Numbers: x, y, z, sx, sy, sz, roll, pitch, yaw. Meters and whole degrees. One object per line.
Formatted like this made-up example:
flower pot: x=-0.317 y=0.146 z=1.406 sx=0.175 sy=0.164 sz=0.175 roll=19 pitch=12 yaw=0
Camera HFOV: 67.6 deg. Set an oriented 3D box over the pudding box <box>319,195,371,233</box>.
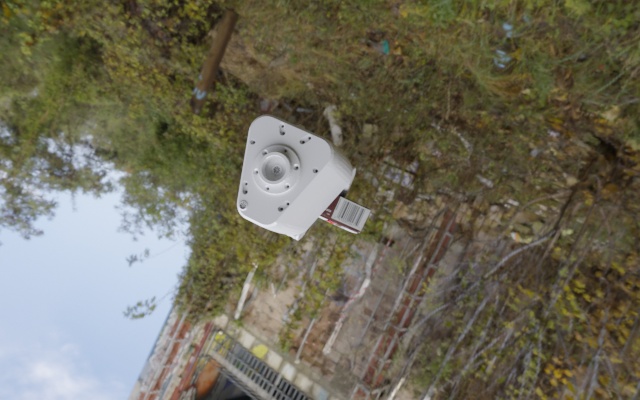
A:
pudding box: x=0.000 y=0.002 z=0.645 sx=0.113 sy=0.039 sz=0.090 roll=26 pitch=-1 yaw=-15
